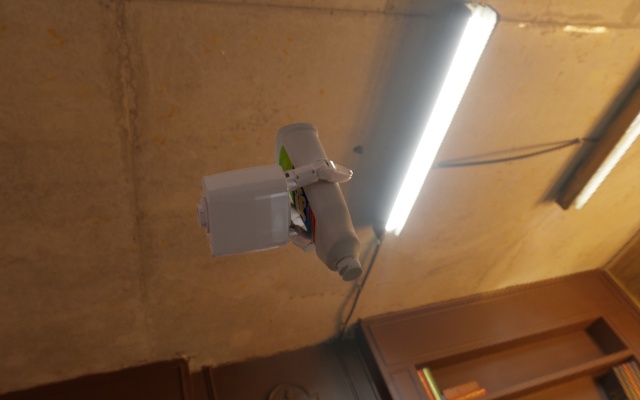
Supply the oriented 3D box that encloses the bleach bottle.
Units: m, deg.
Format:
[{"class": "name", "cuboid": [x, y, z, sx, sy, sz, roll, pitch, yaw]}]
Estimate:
[{"class": "bleach bottle", "cuboid": [0.000, 0.002, 0.687, 0.068, 0.250, 0.103, -10, -42, -19]}]
